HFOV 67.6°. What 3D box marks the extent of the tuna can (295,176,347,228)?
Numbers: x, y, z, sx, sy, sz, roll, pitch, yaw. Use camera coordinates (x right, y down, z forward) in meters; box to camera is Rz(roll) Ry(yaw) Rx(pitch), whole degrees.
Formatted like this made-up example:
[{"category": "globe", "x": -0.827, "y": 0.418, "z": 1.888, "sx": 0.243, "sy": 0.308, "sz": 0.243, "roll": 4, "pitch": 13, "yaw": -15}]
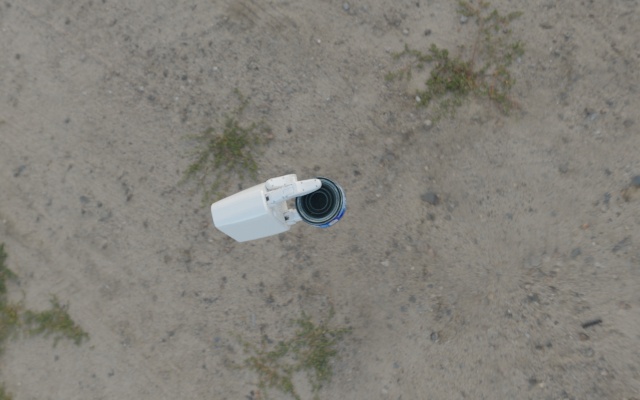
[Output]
[{"category": "tuna can", "x": 0.000, "y": 0.003, "z": 0.816, "sx": 0.086, "sy": 0.086, "sz": 0.034, "roll": 0, "pitch": -10, "yaw": 15}]
